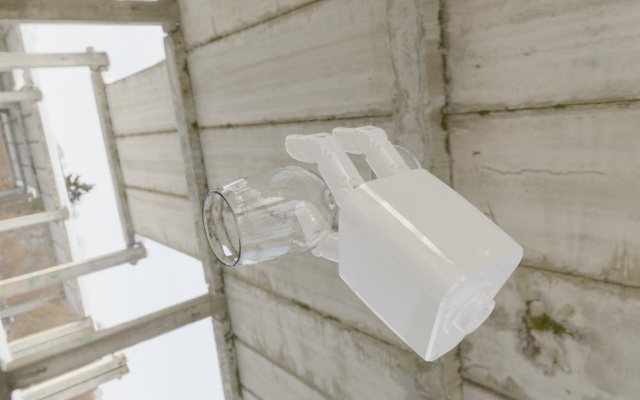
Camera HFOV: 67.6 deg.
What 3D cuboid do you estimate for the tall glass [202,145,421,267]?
[{"bbox_3d":[0.001,0.001,0.427,0.201,0.079,0.079,-15,9,-36],"label":"tall glass"}]
